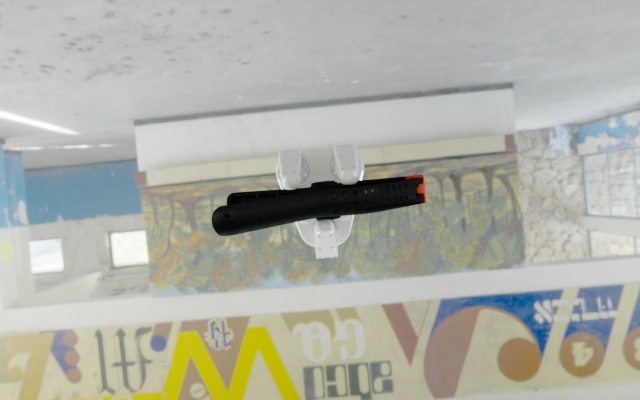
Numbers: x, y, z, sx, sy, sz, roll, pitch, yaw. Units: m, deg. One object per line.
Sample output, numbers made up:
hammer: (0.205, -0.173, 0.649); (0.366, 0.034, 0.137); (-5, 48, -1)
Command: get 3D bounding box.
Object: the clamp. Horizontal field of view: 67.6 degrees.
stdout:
clamp: (0.001, 0.002, 0.457); (0.210, 0.036, 0.164); (-6, 7, 1)
